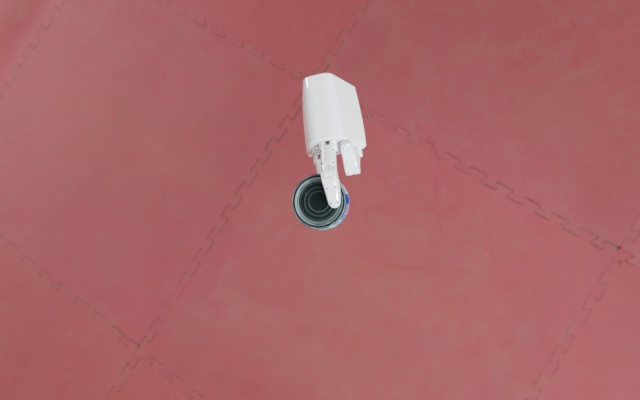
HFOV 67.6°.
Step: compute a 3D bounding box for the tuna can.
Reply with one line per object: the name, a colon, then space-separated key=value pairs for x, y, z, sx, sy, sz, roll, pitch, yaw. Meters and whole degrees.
tuna can: x=0.000 y=0.002 z=0.732 sx=0.086 sy=0.086 sz=0.034 roll=0 pitch=-3 yaw=11
